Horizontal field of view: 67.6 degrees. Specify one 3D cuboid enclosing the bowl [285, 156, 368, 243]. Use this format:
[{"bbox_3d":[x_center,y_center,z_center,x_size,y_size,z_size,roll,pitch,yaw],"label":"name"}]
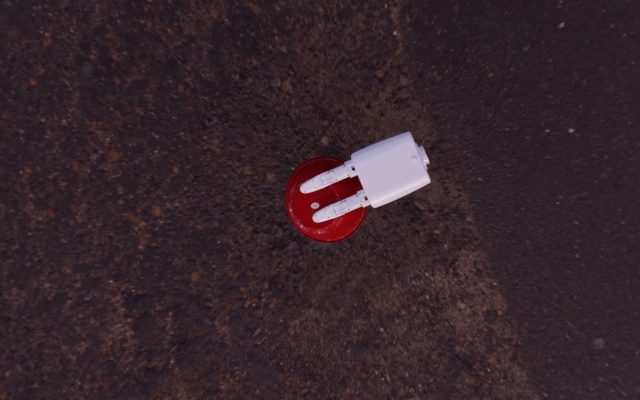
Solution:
[{"bbox_3d":[-0.001,0.004,0.853,0.162,0.162,0.055,0,9,20],"label":"bowl"}]
